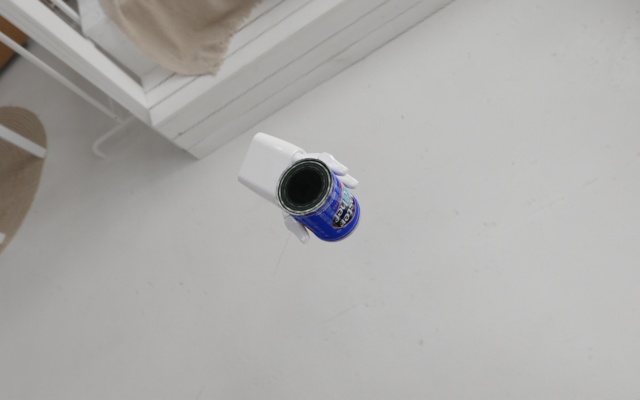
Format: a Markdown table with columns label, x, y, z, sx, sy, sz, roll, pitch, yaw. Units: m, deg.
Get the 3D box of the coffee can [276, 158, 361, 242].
| label | x | y | z | sx | sy | sz | roll | pitch | yaw |
| --- | --- | --- | --- | --- | --- | --- | --- | --- | --- |
| coffee can | 0.000 | 0.003 | 0.826 | 0.103 | 0.102 | 0.140 | 0 | -22 | 25 |
